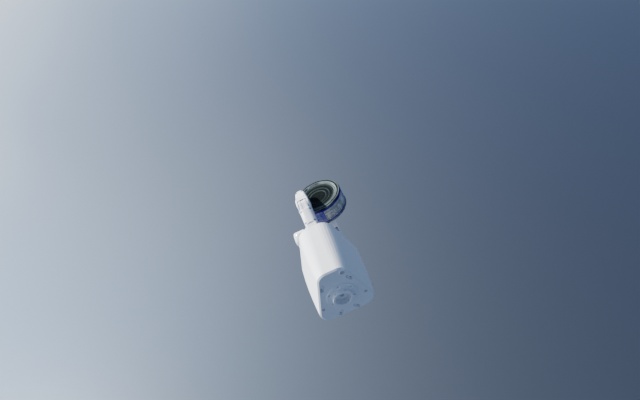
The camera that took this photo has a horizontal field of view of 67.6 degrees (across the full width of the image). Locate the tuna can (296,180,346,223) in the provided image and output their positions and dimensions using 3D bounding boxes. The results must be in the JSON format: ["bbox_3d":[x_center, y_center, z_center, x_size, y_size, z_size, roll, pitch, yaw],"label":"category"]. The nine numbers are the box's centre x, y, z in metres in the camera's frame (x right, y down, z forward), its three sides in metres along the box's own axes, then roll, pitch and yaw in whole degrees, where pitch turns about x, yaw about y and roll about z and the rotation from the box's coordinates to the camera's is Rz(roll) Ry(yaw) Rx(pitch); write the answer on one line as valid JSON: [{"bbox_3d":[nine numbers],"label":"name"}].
[{"bbox_3d":[0.000,0.002,0.843,0.086,0.034,0.086,-18,38,15],"label":"tuna can"}]
